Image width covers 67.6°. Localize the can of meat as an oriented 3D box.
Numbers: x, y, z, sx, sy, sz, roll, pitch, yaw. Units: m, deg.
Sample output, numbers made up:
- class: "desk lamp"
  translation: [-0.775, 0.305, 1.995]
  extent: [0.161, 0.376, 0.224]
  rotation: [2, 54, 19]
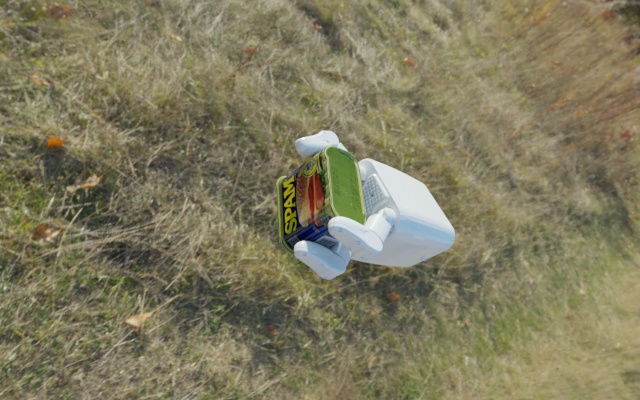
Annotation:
- class: "can of meat"
  translation: [0.000, 0.001, 0.522]
  extent: [0.057, 0.102, 0.084]
  rotation: [21, -39, -36]
